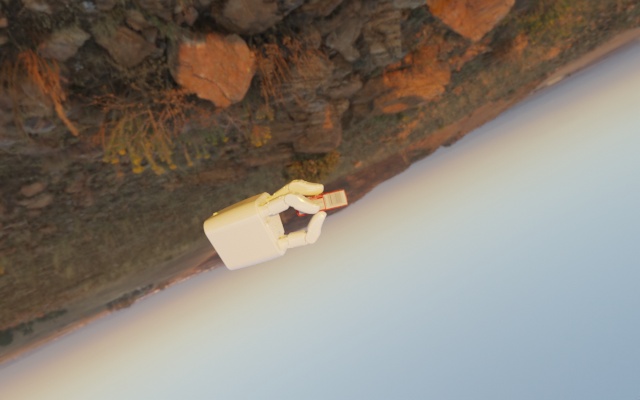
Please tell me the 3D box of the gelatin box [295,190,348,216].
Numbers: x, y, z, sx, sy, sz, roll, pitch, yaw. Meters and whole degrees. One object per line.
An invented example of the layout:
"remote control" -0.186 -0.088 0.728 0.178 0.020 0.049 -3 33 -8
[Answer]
"gelatin box" 0.001 0.003 0.839 0.089 0.030 0.073 -13 1 0
